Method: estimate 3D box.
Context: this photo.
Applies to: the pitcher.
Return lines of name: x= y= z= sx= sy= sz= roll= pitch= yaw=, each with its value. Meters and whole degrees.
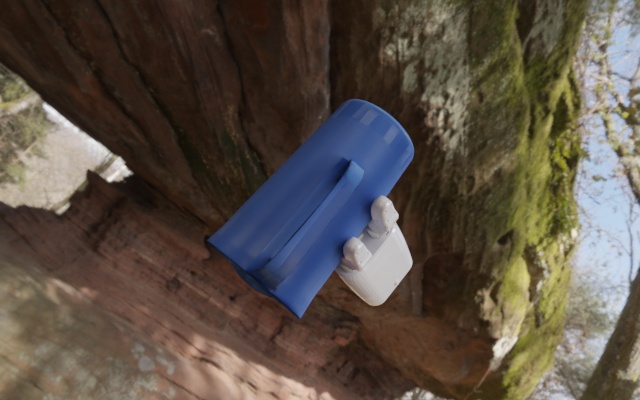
pitcher: x=0.000 y=0.002 z=0.541 sx=0.149 sy=0.243 sz=0.145 roll=29 pitch=-16 yaw=39
